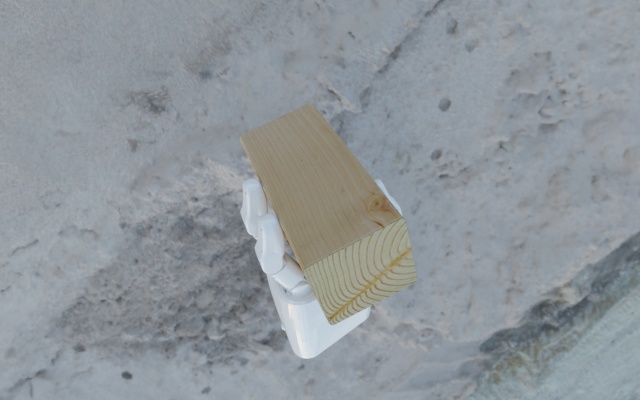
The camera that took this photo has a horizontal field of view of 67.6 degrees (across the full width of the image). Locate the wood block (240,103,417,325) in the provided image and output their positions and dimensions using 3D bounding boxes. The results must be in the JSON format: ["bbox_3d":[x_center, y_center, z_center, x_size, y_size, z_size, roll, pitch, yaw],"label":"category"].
[{"bbox_3d":[0.001,0.002,0.468,0.091,0.090,0.206,-26,43,-5],"label":"wood block"}]
